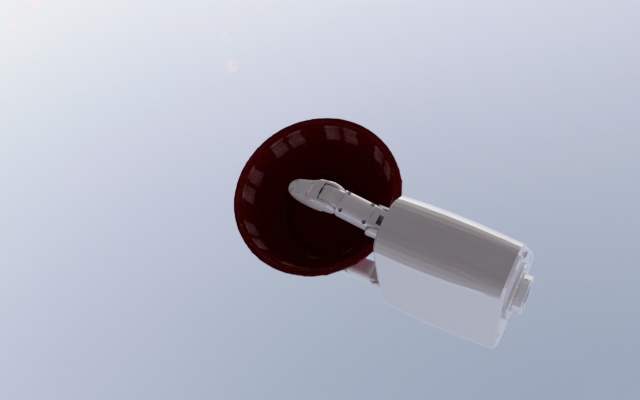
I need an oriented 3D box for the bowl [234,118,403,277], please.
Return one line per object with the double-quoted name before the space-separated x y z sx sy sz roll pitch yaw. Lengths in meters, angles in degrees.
"bowl" -0.001 0.001 0.469 0.162 0.162 0.055 0 -23 13
